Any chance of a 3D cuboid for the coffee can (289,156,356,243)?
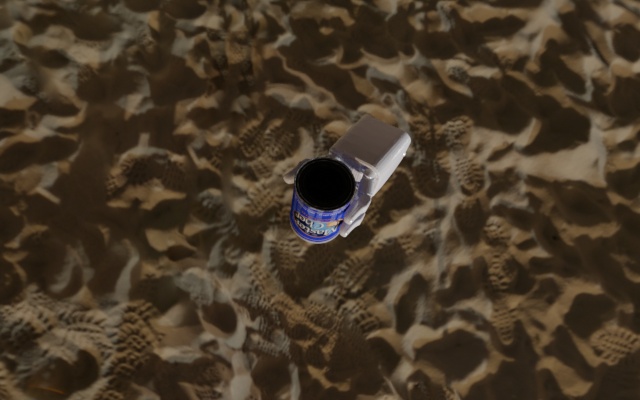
[{"bbox_3d":[0.000,0.003,0.838,0.103,0.102,0.140,0,-26,-7],"label":"coffee can"}]
